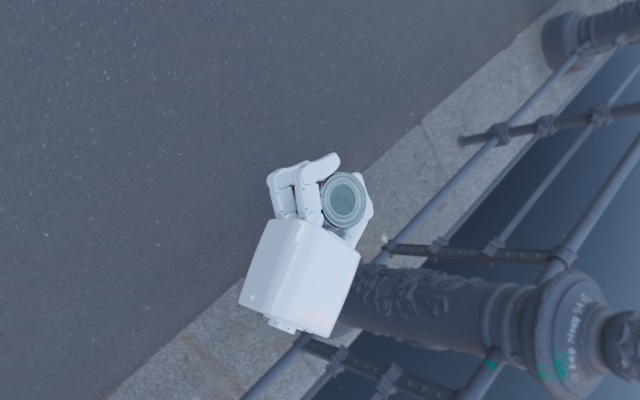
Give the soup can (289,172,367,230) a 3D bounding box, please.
[{"bbox_3d":[0.001,0.002,0.587,0.068,0.068,0.102,0,-2,-32],"label":"soup can"}]
